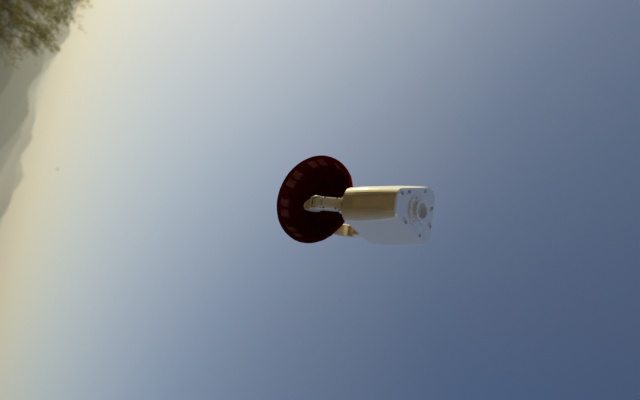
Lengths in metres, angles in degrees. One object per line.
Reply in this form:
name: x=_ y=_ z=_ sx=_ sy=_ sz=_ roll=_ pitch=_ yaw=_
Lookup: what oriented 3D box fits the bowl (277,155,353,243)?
bowl: x=-0.001 y=0.003 z=0.867 sx=0.162 sy=0.162 sz=0.055 roll=0 pitch=-15 yaw=32
